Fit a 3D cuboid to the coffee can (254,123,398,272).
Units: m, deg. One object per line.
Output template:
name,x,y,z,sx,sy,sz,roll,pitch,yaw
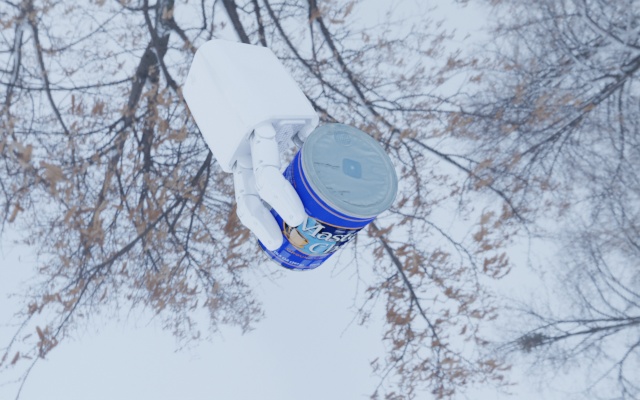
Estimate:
coffee can,0.000,0.002,0.502,0.103,0.102,0.140,0,-29,-30
